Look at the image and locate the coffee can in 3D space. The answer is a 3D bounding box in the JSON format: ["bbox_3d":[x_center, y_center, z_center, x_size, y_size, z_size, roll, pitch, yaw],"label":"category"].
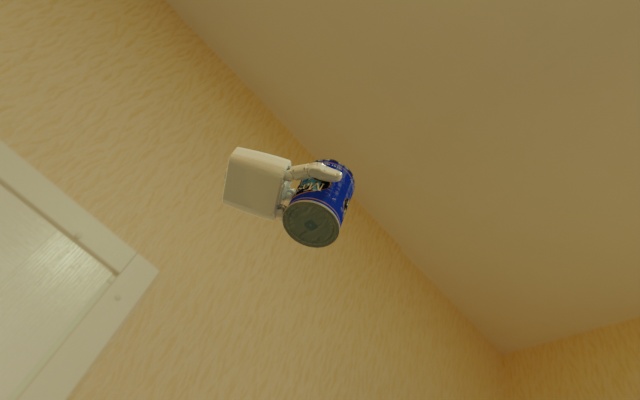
[{"bbox_3d":[0.000,0.003,0.879,0.103,0.103,0.140,0,36,18],"label":"coffee can"}]
